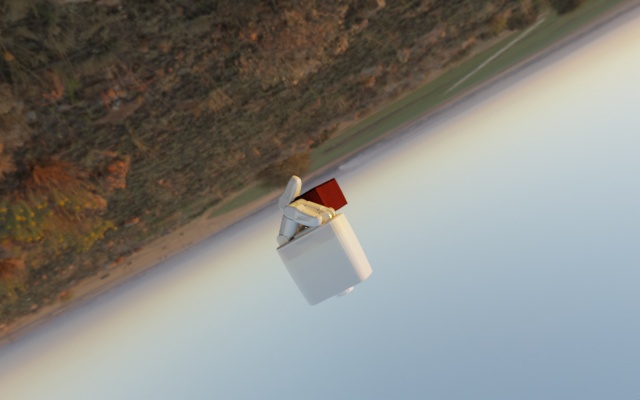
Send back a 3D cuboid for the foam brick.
[{"bbox_3d":[0.000,0.002,0.797,0.053,0.051,0.078,-30,0,31],"label":"foam brick"}]
